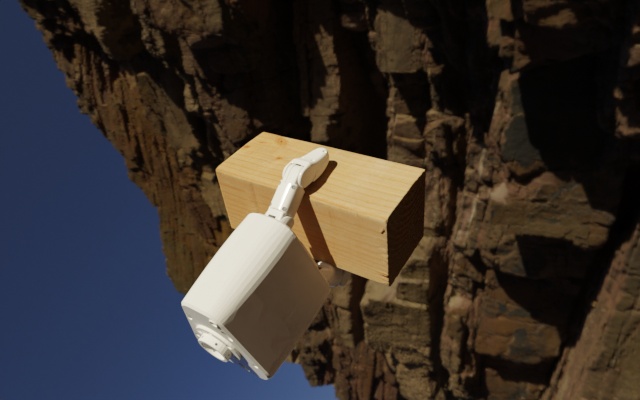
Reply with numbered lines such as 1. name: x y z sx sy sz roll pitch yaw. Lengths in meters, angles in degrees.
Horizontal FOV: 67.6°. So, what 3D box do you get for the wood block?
1. wood block: 0.000 0.002 0.518 0.206 0.091 0.090 17 43 29
